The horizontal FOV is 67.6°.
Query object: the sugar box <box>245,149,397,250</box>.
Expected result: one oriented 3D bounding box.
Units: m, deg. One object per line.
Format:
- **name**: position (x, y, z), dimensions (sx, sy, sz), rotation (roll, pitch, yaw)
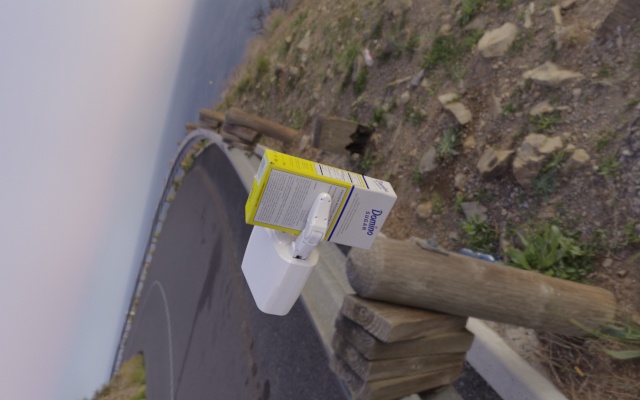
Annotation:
- **sugar box**: position (0.000, 0.002, 0.622), dimensions (0.176, 0.093, 0.048), rotation (13, 29, -21)
